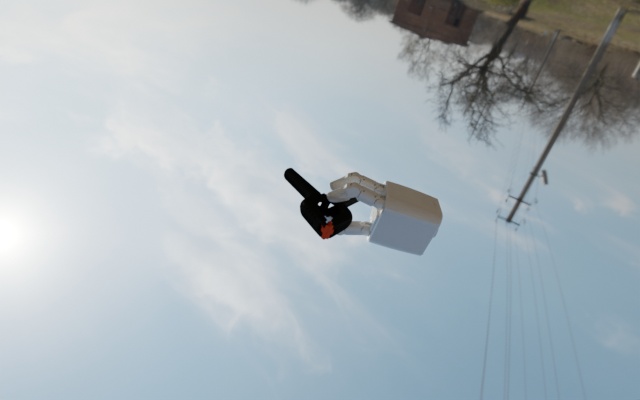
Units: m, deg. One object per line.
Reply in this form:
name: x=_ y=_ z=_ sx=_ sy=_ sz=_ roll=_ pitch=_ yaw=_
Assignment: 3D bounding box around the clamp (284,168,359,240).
clamp: x=0.000 y=0.004 z=0.863 sx=0.164 sy=0.036 sz=0.210 roll=18 pitch=25 yaw=-2
